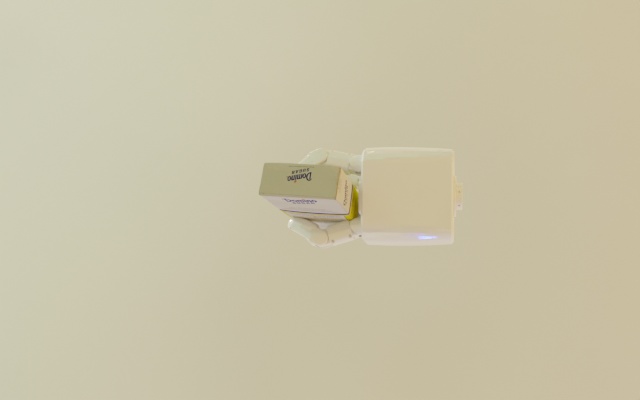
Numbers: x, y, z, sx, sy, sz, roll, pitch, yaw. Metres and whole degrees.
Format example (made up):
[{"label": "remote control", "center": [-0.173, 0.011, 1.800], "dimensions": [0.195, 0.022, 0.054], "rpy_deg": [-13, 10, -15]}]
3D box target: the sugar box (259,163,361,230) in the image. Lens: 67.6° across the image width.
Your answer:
[{"label": "sugar box", "center": [0.000, 0.001, 0.599], "dimensions": [0.093, 0.048, 0.176], "rpy_deg": [4, -18, 17]}]
